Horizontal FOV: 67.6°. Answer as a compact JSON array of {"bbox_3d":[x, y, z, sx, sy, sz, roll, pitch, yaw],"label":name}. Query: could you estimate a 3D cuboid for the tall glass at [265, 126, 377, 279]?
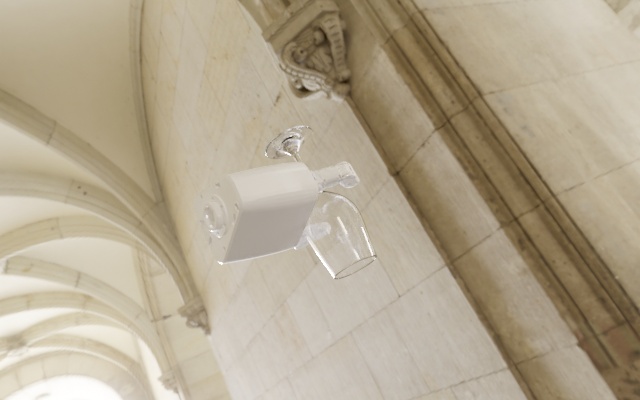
[{"bbox_3d":[0.000,0.001,0.636,0.079,0.201,0.079,-25,-19,-9],"label":"tall glass"}]
